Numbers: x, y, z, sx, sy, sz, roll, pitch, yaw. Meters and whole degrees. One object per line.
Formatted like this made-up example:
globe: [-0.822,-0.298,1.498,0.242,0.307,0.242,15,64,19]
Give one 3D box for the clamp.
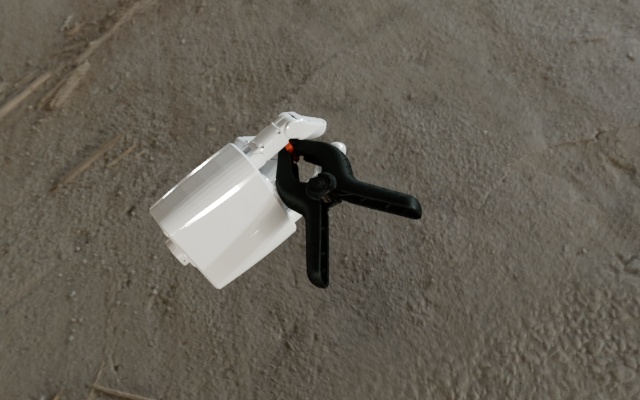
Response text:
clamp: [0.000,0.001,0.467,0.171,0.120,0.039,41,-15,37]
